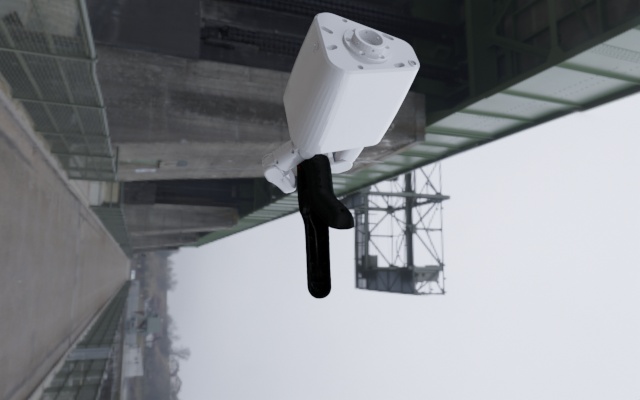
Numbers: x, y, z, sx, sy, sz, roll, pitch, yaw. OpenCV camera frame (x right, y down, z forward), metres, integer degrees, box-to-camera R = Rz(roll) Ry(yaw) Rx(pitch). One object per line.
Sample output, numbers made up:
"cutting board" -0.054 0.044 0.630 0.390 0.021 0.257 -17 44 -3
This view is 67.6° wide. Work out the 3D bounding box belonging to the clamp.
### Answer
"clamp" 0.001 0.002 0.499 0.039 0.171 0.120 3 -37 -21
